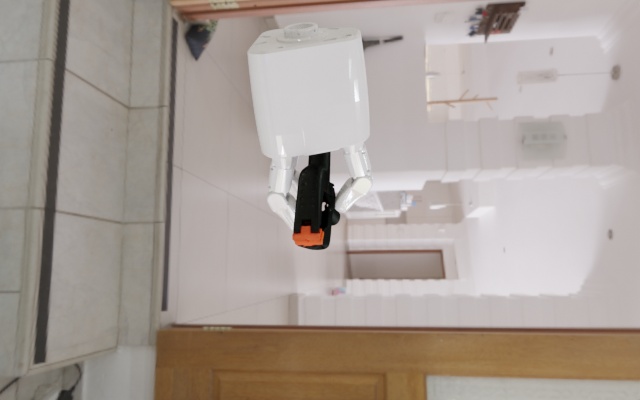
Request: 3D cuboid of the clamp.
[{"bbox_3d":[0.001,0.002,0.554,0.036,0.165,0.209,-3,32,8],"label":"clamp"}]
